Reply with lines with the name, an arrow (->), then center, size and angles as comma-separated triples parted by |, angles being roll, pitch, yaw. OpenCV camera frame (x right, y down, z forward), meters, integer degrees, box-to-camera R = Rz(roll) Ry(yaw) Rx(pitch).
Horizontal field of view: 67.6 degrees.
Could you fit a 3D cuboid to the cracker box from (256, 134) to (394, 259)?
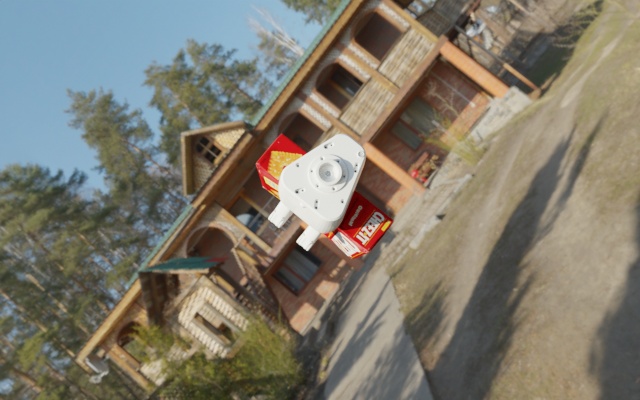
cracker box -> 0.000, 0.002, 0.777 | 0.213, 0.072, 0.164 | 39, -10, 3
